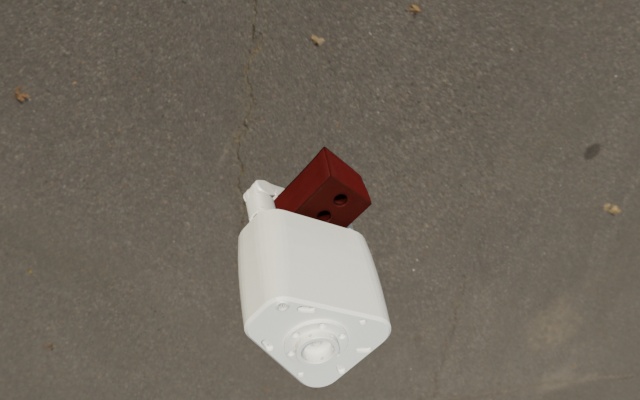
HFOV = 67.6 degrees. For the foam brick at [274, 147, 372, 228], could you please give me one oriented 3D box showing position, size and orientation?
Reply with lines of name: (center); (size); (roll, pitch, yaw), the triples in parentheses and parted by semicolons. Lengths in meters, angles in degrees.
foam brick: (0.000, 0.001, 0.448); (0.053, 0.078, 0.051); (34, 22, -27)
